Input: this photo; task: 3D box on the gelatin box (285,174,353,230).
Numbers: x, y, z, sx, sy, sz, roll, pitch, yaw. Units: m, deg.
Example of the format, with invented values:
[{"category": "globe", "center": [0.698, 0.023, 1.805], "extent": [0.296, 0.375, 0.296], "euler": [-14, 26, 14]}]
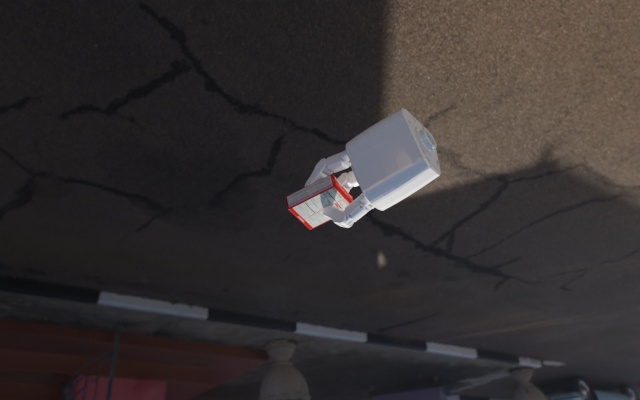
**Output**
[{"category": "gelatin box", "center": [0.000, 0.003, 0.775], "extent": [0.089, 0.030, 0.073], "euler": [-27, -40, 15]}]
